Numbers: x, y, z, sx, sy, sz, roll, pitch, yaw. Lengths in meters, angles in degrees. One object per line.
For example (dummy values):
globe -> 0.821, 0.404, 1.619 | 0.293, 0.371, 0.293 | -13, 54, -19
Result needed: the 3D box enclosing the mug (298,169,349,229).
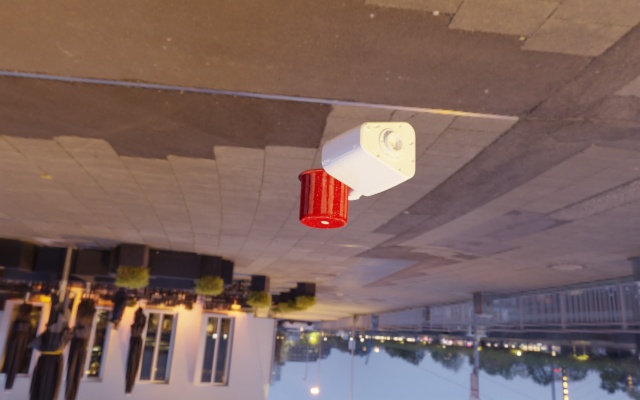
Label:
mug -> -0.001, 0.003, 0.820 | 0.093, 0.081, 0.117 | 12, -19, -29
